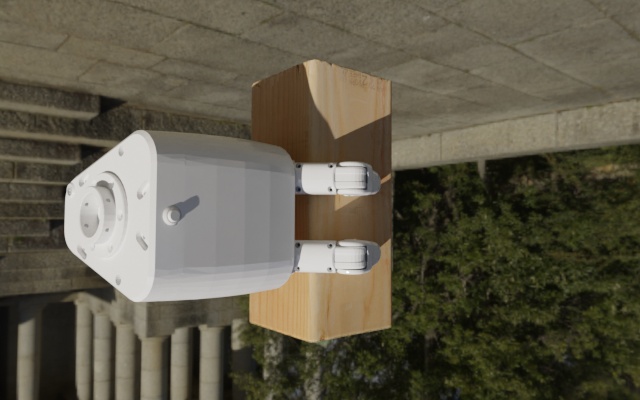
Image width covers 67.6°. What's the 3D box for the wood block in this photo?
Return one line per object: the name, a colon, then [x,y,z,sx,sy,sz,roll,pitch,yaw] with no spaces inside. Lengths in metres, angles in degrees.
wood block: [0.000,0.001,0.406,0.090,0.206,0.091,2,-3,-40]
